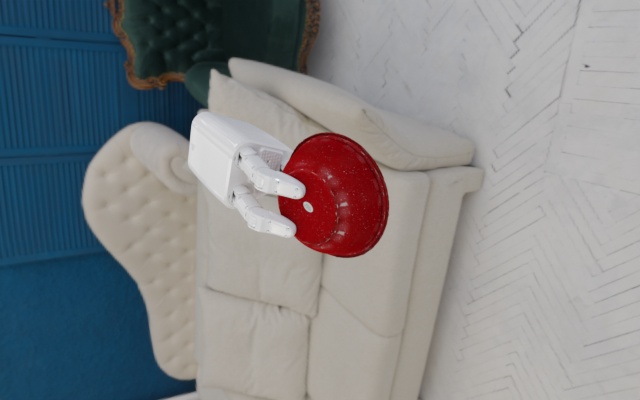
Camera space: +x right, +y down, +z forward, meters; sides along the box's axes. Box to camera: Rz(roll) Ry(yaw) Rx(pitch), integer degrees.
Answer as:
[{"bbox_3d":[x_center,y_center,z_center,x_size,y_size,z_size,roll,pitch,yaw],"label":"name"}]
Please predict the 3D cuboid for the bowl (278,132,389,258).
[{"bbox_3d":[0.001,0.002,0.574,0.162,0.162,0.055,0,15,39],"label":"bowl"}]
